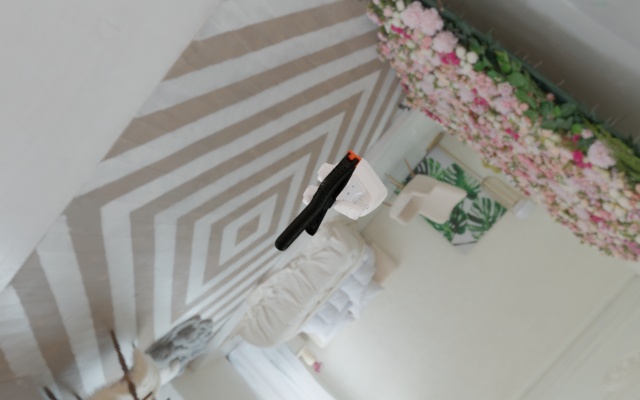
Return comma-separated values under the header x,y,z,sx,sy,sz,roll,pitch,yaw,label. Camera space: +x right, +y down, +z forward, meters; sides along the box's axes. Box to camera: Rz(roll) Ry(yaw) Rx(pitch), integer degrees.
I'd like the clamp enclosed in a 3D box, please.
x,y,z,sx,sy,sz,roll,pitch,yaw,label
0.001,0.003,0.861,0.036,0.210,0.164,39,24,10,clamp
